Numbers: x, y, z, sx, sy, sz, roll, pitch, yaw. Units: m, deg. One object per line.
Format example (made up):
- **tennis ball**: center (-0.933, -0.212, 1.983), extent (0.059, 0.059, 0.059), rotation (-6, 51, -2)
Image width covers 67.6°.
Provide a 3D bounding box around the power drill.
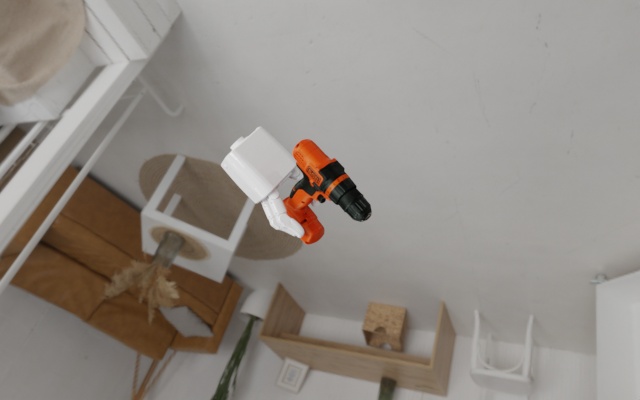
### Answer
- **power drill**: center (0.000, 0.003, 0.887), extent (0.057, 0.184, 0.188), rotation (-28, -20, -37)
